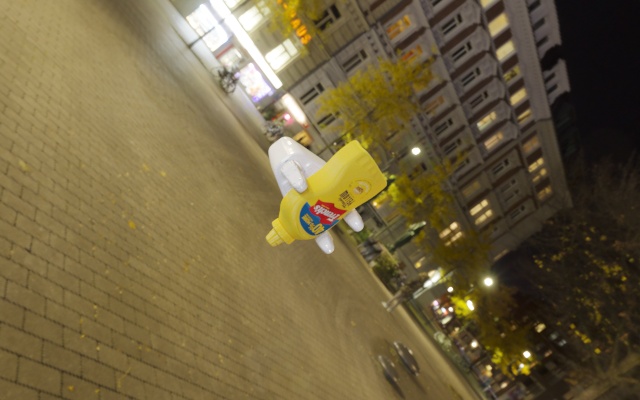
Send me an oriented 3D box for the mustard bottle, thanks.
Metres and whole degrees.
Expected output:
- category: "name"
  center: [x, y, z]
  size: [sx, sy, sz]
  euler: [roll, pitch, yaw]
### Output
- category: "mustard bottle"
  center: [0.000, 0.002, 0.696]
  size: [0.191, 0.058, 0.096]
  euler: [-37, -39, 3]
